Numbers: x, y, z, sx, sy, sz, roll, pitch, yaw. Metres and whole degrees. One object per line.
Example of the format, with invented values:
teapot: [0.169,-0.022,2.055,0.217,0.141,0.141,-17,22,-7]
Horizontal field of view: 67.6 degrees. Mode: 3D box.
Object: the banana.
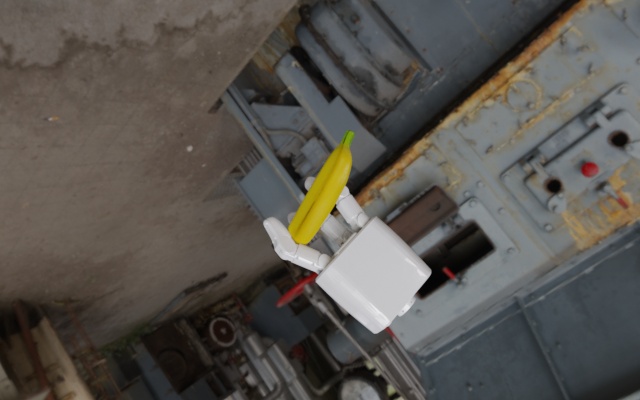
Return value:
banana: [-0.004,0.007,0.605,0.037,0.198,0.069,32,32,3]
